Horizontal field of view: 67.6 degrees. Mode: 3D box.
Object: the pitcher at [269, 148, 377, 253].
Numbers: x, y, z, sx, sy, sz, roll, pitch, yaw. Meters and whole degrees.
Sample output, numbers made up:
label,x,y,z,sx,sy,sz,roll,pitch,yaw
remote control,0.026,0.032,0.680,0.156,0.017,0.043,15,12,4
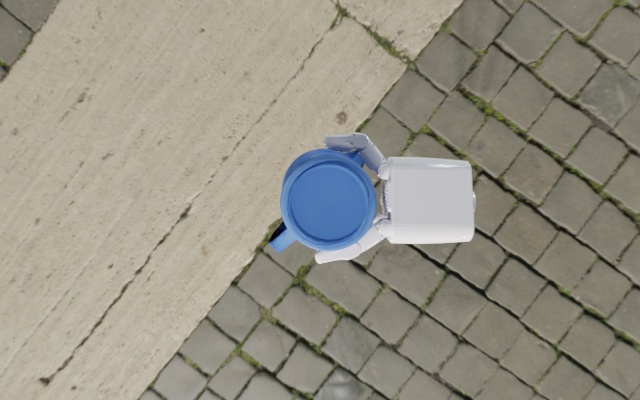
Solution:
label,x,y,z,sx,sy,sz,roll,pitch,yaw
pitcher,0.000,0.002,0.639,0.145,0.149,0.243,2,5,-1
